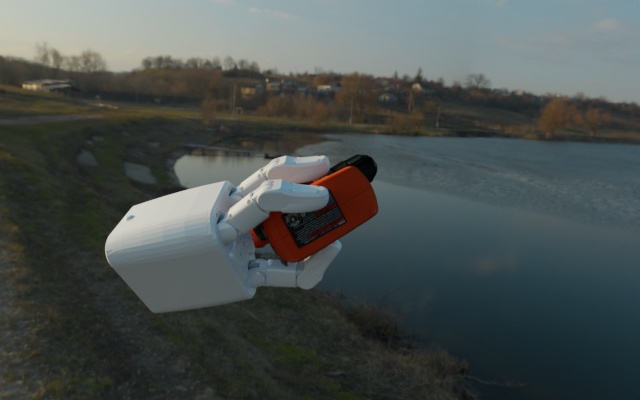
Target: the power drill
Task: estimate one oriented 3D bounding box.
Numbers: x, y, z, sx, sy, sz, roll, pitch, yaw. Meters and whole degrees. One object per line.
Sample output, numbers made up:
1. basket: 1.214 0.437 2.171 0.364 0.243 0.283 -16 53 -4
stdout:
1. power drill: 0.000 0.002 0.516 0.184 0.057 0.187 -31 6 -7
